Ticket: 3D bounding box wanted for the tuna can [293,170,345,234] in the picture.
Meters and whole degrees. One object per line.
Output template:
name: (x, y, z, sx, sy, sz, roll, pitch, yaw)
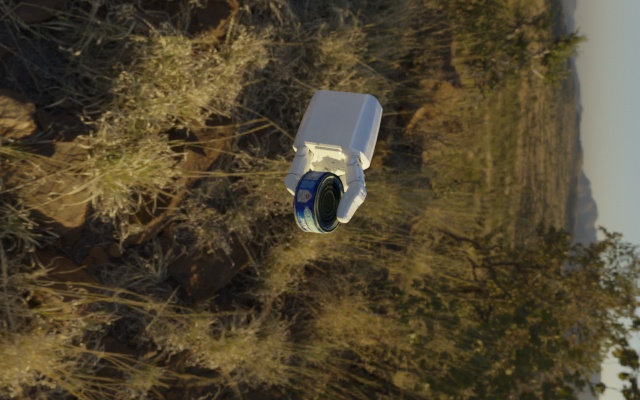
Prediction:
tuna can: (0.001, 0.002, 0.654, 0.034, 0.086, 0.086, 6, 3, 31)
